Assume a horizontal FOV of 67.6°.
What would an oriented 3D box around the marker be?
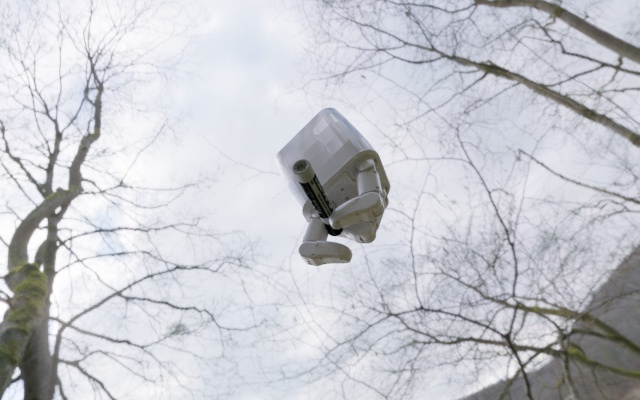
[{"bbox_3d":[0.000,0.002,0.503,0.020,0.020,0.121,0,-35,23],"label":"marker"}]
